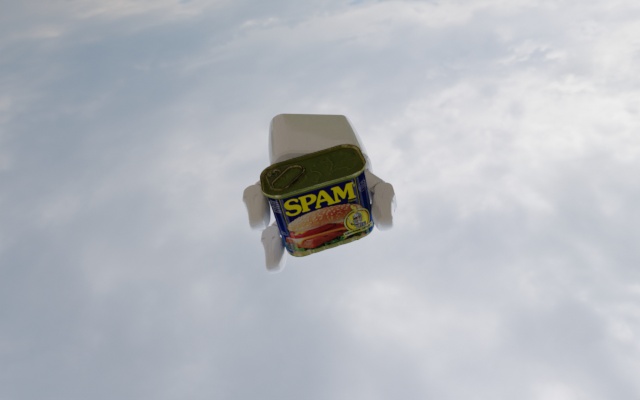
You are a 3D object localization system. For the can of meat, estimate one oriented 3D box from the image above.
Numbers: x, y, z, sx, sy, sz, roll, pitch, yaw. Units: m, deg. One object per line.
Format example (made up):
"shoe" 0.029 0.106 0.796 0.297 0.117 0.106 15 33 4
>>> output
"can of meat" 0.000 0.002 0.479 0.102 0.084 0.057 -16 37 -2
